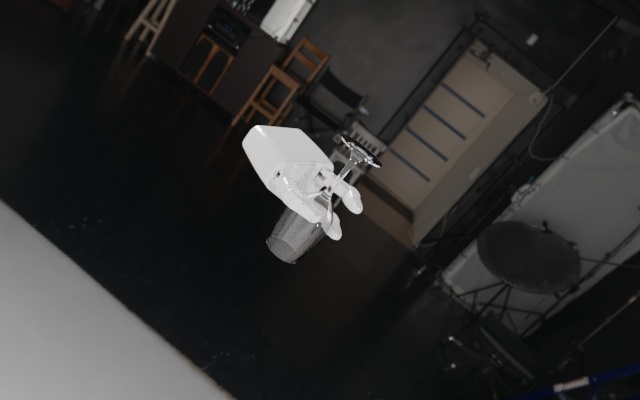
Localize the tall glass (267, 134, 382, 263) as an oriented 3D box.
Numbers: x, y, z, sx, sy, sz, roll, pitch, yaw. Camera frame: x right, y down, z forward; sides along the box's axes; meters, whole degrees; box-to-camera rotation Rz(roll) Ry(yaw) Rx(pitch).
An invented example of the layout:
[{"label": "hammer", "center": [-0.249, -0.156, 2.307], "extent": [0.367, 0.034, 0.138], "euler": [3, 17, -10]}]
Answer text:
[{"label": "tall glass", "center": [0.001, 0.002, 0.710], "extent": [0.079, 0.201, 0.079], "euler": [34, 19, -13]}]
